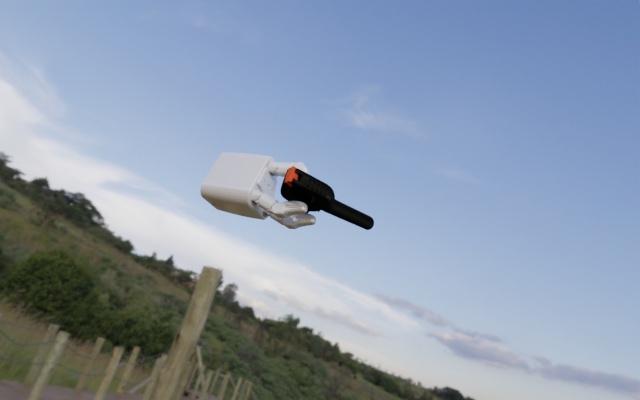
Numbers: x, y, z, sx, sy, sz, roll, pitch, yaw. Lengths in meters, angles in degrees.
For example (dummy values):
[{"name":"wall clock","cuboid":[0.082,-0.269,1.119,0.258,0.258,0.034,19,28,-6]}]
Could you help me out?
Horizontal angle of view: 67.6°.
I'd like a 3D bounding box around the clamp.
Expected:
[{"name":"clamp","cuboid":[0.000,0.002,0.833,0.164,0.036,0.210,6,-22,19]}]
